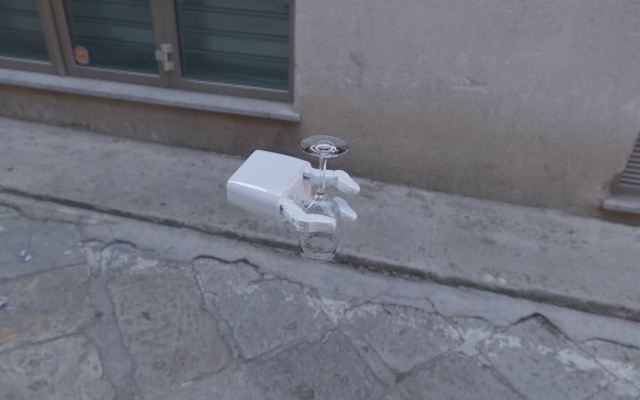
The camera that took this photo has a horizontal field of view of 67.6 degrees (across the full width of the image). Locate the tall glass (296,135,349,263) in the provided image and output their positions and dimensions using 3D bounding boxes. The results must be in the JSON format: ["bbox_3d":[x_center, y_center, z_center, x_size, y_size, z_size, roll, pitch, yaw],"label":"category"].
[{"bbox_3d":[0.000,0.002,0.766,0.079,0.201,0.079,2,31,-1],"label":"tall glass"}]
